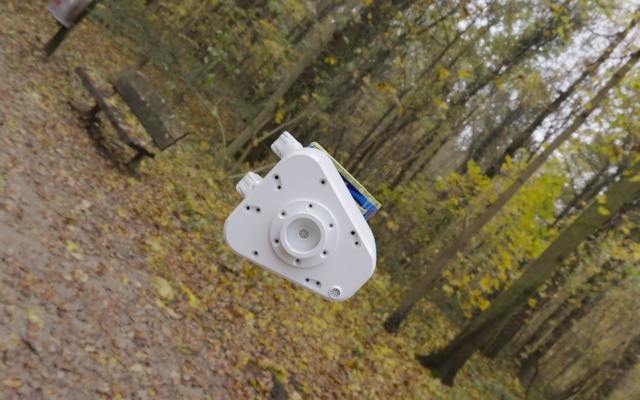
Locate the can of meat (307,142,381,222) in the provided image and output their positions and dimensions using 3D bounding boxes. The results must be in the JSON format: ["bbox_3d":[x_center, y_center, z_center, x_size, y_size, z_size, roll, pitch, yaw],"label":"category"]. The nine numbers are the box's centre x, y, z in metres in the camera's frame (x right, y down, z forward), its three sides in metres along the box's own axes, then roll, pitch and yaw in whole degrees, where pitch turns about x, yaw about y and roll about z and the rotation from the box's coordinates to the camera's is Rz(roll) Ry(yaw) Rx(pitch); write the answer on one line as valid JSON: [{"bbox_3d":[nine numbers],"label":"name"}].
[{"bbox_3d":[0.000,0.001,0.498,0.102,0.084,0.057,44,6,2],"label":"can of meat"}]
